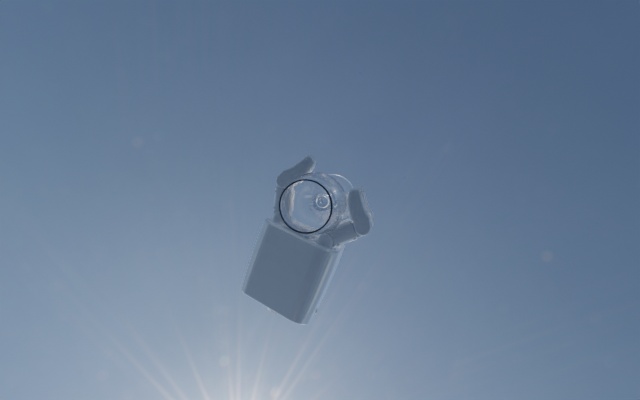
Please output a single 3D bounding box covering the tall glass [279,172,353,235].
[{"bbox_3d":[0.000,0.002,0.631,0.079,0.079,0.201,0,3,10],"label":"tall glass"}]
